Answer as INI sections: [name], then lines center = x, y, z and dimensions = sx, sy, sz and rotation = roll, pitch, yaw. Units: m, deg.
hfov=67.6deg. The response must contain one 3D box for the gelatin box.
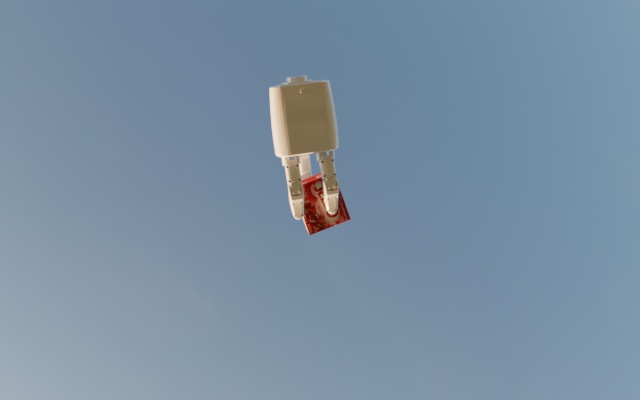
[gelatin box]
center = 0.000, 0.003, 0.777
dimensions = 0.073, 0.089, 0.030
rotation = -21, 21, -4
